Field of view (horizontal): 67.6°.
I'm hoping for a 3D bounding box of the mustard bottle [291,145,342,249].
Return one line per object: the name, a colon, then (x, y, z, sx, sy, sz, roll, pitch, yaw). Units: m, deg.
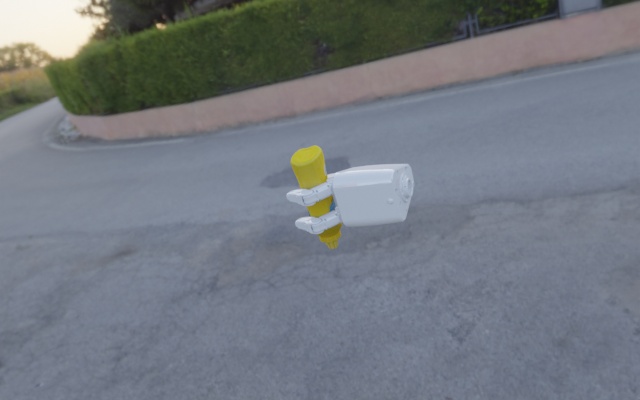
mustard bottle: (0.000, 0.003, 0.868, 0.058, 0.192, 0.096, -14, 22, 6)
